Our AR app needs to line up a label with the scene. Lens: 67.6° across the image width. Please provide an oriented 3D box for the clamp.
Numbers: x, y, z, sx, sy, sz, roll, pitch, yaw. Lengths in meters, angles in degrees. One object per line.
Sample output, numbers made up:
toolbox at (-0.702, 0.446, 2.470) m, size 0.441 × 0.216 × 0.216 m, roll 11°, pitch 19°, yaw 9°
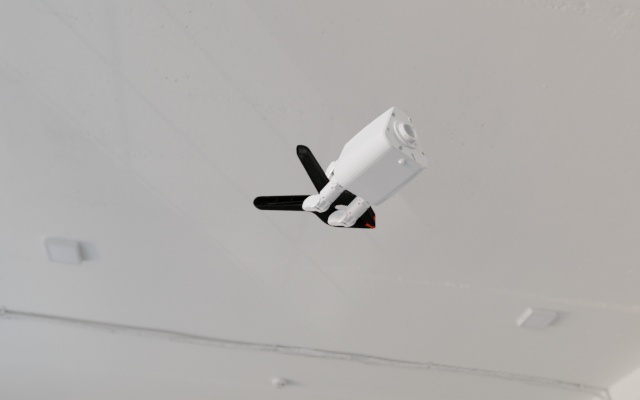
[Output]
clamp at (0.001, 0.002, 0.811) m, size 0.210 × 0.036 × 0.165 m, roll 30°, pitch -45°, yaw -26°
